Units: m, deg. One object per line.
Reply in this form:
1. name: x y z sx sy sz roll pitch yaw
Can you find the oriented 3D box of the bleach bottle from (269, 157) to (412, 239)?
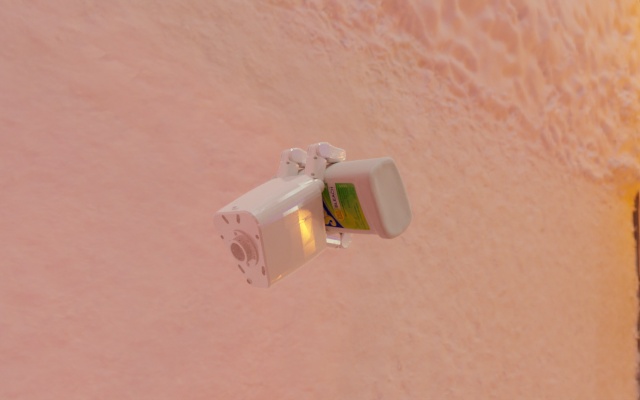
1. bleach bottle: 0.000 0.002 0.671 0.251 0.102 0.068 -5 20 45
